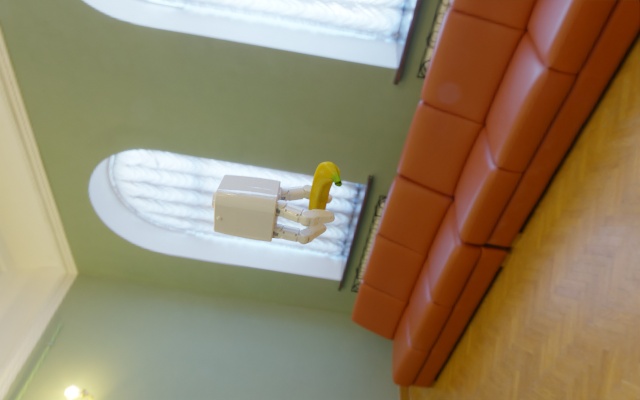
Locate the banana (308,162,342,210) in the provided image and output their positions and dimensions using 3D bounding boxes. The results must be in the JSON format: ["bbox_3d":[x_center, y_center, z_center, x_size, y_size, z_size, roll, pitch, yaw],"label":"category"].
[{"bbox_3d":[0.002,-0.015,0.835,0.037,0.069,0.198,8,-26,-7],"label":"banana"}]
